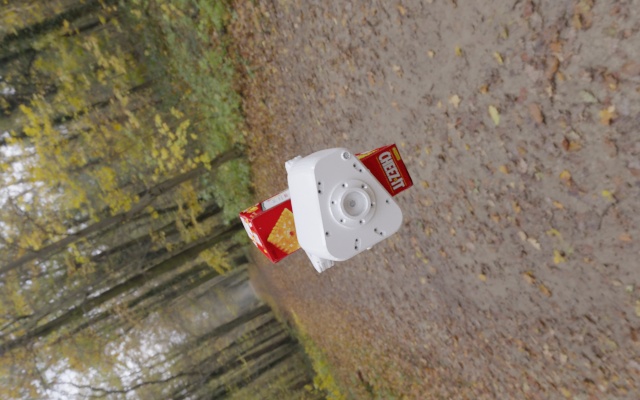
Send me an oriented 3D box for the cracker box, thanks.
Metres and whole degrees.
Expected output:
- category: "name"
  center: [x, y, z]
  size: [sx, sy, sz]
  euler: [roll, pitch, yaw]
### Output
- category: "cracker box"
  center: [0.000, 0.002, 0.677]
  size: [0.213, 0.072, 0.164]
  euler: [-28, 7, -13]
